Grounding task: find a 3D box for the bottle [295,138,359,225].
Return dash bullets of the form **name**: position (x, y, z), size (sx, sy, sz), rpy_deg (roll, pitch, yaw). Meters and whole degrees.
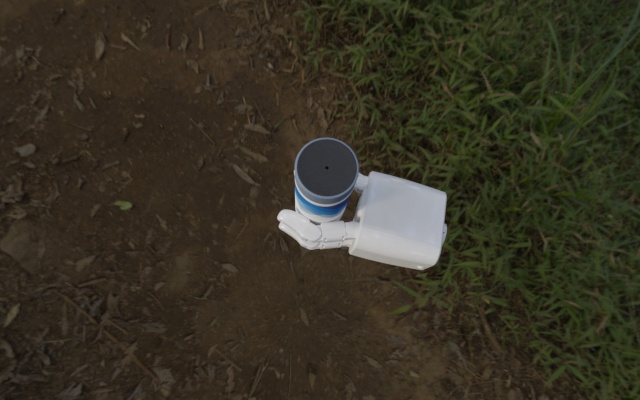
- **bottle**: position (0.000, 0.002, 0.631), size (0.069, 0.069, 0.296), rpy_deg (0, -14, -3)
